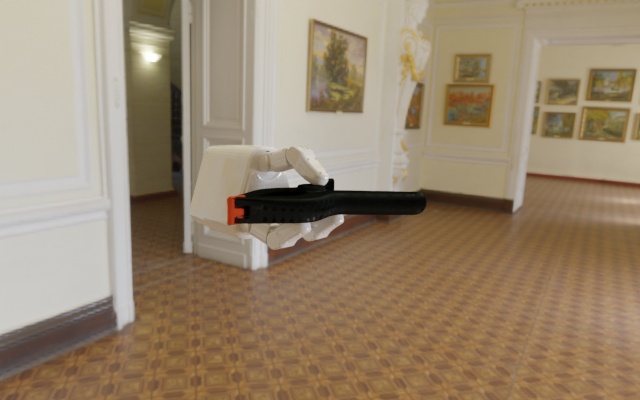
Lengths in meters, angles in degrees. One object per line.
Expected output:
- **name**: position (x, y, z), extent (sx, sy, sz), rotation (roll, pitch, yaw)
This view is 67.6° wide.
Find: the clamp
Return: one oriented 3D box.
- **clamp**: position (0.000, 0.001, 0.514), extent (0.164, 0.036, 0.210), rotation (9, 12, 43)
